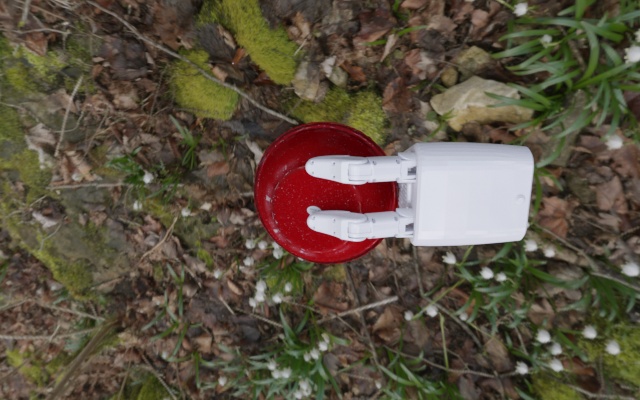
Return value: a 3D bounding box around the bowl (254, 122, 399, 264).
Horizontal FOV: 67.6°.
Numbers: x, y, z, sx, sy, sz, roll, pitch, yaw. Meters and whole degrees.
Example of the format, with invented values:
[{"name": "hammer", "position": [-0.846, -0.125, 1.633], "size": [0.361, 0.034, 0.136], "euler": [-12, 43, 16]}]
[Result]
[{"name": "bowl", "position": [-0.001, 0.002, 0.498], "size": [0.162, 0.162, 0.055], "euler": [0, 16, 11]}]
